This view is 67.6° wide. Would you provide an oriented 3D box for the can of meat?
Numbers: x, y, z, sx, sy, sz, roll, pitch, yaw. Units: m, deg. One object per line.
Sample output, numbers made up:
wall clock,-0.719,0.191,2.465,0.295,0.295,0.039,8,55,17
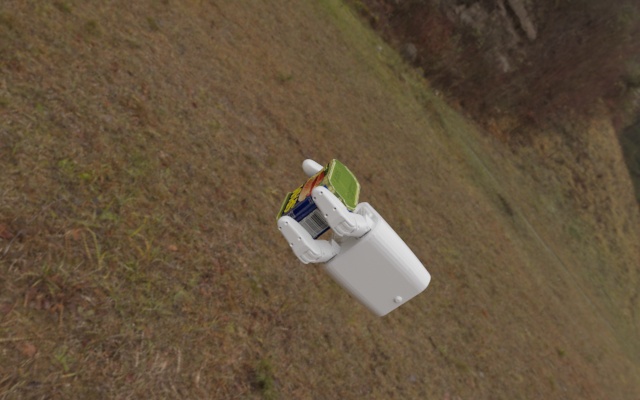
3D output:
can of meat,0.000,0.002,0.594,0.084,0.057,0.102,-38,14,21
